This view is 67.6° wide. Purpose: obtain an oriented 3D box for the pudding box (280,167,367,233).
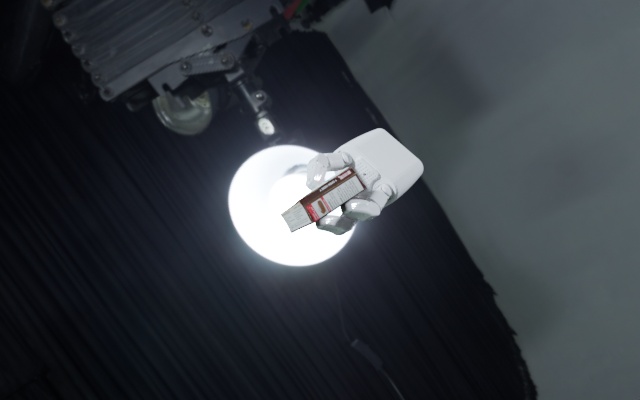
[{"bbox_3d":[0.000,0.002,0.648,0.090,0.039,0.113,-34,-1,-20],"label":"pudding box"}]
